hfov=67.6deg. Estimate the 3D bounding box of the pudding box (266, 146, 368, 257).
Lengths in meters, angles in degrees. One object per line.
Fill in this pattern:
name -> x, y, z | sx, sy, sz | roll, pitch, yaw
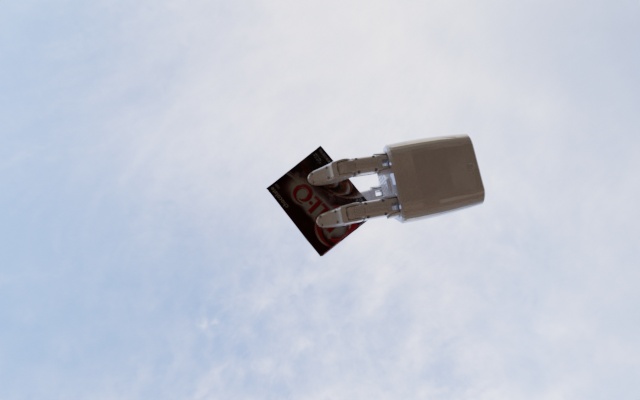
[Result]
pudding box -> 0.000, 0.002, 0.613 | 0.090, 0.113, 0.039 | -39, -8, -7
